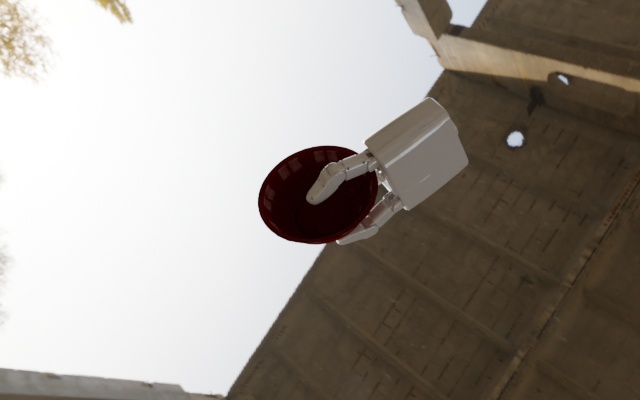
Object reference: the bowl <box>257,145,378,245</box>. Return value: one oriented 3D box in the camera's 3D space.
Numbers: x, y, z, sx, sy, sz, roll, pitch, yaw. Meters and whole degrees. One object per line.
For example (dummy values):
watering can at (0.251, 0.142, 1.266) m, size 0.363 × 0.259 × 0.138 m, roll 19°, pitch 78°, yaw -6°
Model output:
bowl at (-0.001, 0.003, 0.644) m, size 0.162 × 0.162 × 0.055 m, roll 0°, pitch -37°, yaw 15°
